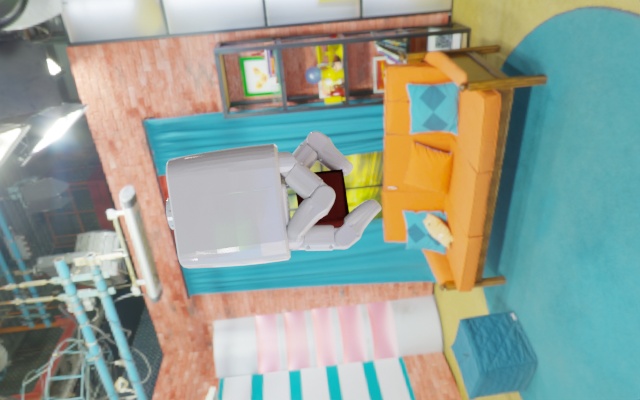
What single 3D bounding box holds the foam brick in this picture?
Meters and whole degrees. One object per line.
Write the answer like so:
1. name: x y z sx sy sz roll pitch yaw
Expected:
1. foam brick: 0.000 0.002 0.518 0.051 0.053 0.078 -7 -11 -3
